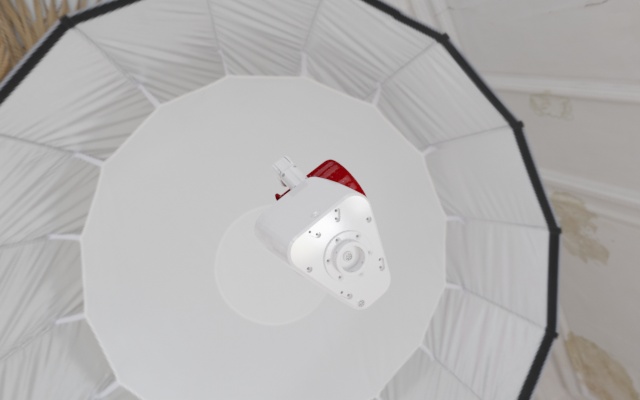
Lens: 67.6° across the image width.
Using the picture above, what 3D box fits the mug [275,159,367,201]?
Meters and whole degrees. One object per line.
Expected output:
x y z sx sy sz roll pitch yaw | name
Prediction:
0.000 0.002 0.593 0.081 0.093 0.117 -39 23 -11 | mug
